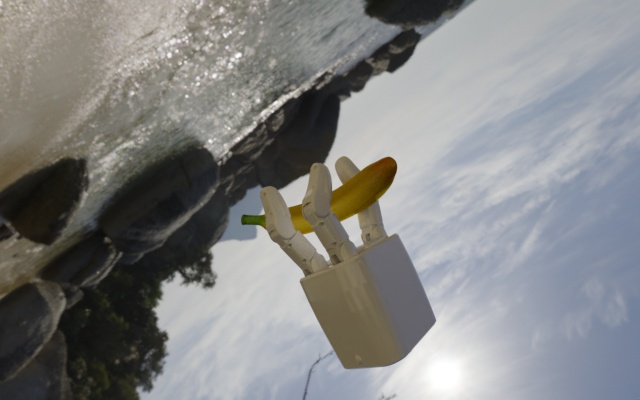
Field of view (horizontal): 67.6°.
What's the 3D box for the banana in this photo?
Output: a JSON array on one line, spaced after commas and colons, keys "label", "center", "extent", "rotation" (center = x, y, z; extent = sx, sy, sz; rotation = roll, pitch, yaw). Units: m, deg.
[{"label": "banana", "center": [0.008, 0.005, 0.519], "extent": [0.198, 0.037, 0.069], "rotation": [-23, -19, 29]}]
